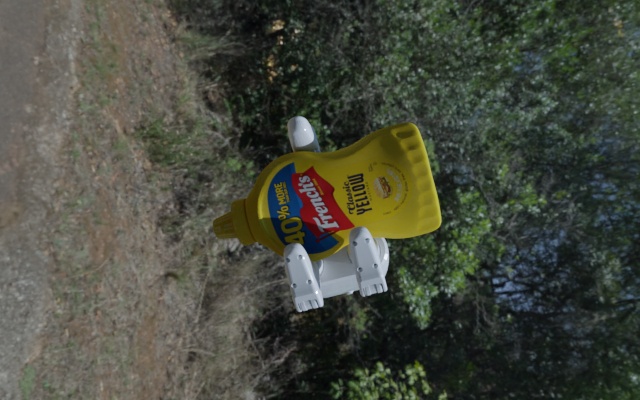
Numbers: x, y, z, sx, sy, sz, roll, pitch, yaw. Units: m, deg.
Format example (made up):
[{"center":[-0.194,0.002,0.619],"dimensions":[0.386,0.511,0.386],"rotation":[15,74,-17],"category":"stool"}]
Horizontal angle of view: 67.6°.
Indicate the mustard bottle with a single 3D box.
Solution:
[{"center":[0.000,0.001,0.417],"dimensions":[0.191,0.096,0.058],"rotation":[-15,4,4],"category":"mustard bottle"}]
